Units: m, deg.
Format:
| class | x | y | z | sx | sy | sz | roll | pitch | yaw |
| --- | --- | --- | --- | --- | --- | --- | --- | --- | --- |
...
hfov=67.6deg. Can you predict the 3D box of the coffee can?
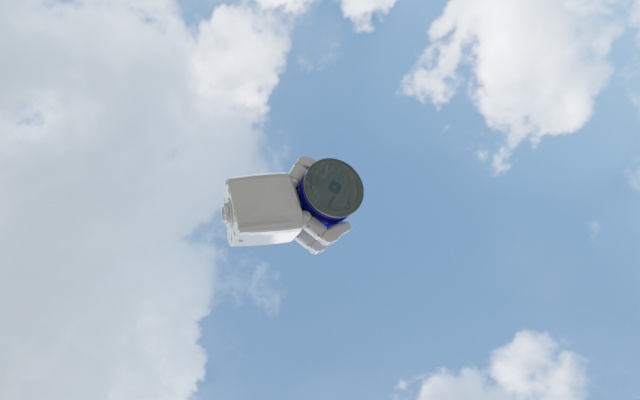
| class | x | y | z | sx | sy | sz | roll | pitch | yaw |
| --- | --- | --- | --- | --- | --- | --- | --- | --- | --- |
| coffee can | 0.000 | 0.003 | 0.827 | 0.103 | 0.102 | 0.140 | 0 | -21 | -21 |
